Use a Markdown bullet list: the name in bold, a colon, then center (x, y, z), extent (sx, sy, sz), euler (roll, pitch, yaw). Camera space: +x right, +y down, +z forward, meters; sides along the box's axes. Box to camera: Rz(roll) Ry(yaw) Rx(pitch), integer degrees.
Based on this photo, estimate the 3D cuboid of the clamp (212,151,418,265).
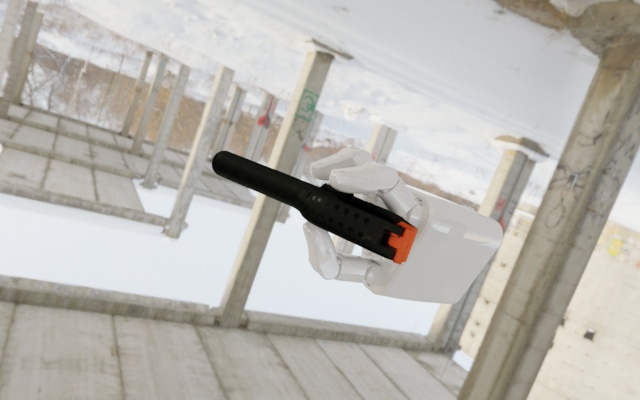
- **clamp**: center (0.000, 0.002, 0.425), extent (0.164, 0.036, 0.210), euler (14, 9, -29)
